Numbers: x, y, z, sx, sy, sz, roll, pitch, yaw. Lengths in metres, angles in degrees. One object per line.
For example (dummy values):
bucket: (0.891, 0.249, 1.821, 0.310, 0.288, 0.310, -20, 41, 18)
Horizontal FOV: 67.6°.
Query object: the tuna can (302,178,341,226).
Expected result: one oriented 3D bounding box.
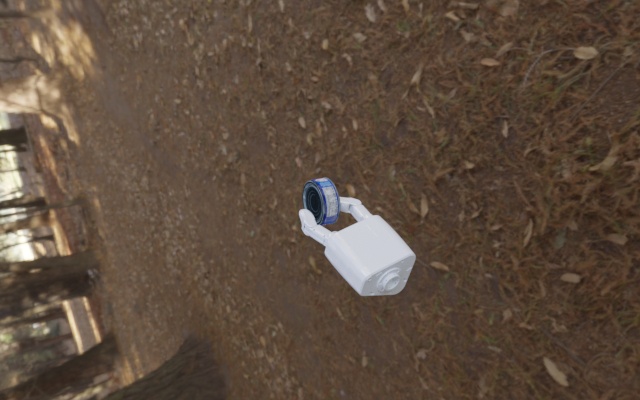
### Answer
tuna can: (0.000, 0.003, 0.864, 0.034, 0.086, 0.086, -10, 5, -27)
